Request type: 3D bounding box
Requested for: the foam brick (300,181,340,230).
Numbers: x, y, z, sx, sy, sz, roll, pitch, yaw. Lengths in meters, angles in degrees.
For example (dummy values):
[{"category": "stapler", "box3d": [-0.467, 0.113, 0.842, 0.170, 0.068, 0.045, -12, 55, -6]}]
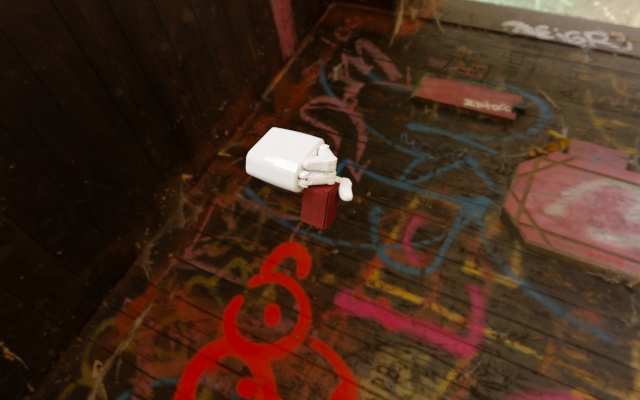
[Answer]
[{"category": "foam brick", "box3d": [0.000, 0.003, 0.875, 0.051, 0.078, 0.053, 18, 31, 19]}]
